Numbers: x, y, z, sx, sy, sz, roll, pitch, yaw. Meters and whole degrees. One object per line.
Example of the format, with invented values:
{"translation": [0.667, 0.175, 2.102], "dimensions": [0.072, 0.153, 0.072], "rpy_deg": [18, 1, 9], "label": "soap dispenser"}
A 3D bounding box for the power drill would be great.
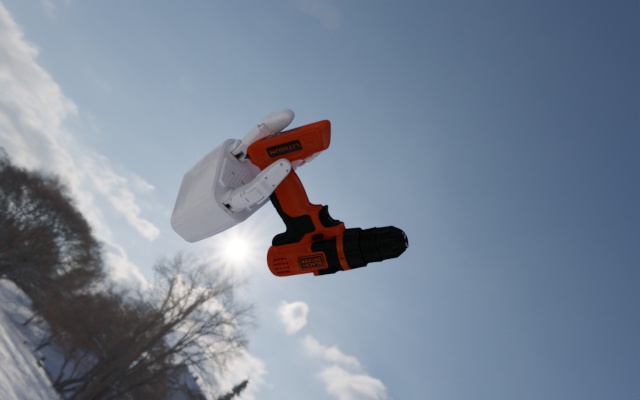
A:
{"translation": [0.000, 0.002, 0.583], "dimensions": [0.184, 0.188, 0.057], "rpy_deg": [-12, 14, 17], "label": "power drill"}
